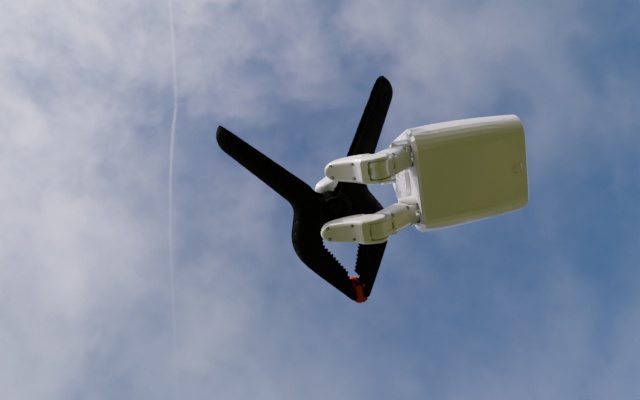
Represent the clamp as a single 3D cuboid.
[{"bbox_3d":[0.000,0.002,0.453,0.164,0.210,0.036,-11,14,-3],"label":"clamp"}]
